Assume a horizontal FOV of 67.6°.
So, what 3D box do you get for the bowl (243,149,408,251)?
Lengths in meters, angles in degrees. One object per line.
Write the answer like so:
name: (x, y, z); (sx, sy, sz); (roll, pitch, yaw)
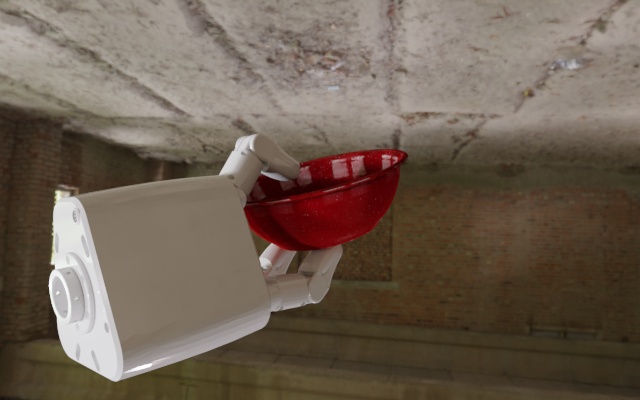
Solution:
bowl: (0.001, 0.001, 0.415); (0.162, 0.055, 0.162); (-13, 13, 3)
